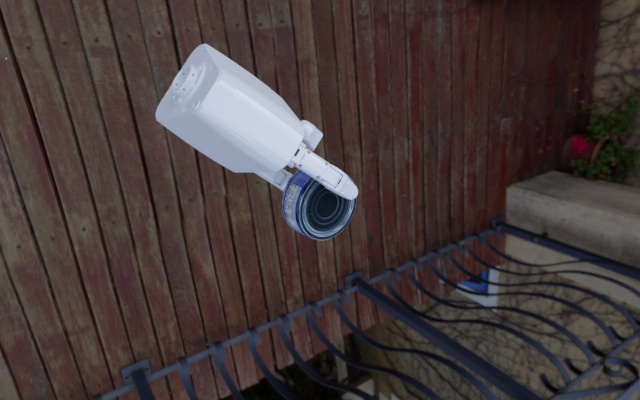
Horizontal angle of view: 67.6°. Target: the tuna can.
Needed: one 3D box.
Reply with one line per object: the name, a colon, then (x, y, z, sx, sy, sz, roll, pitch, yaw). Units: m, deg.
tuna can: (0.000, 0.002, 0.547, 0.086, 0.086, 0.033, 0, 16, -38)
